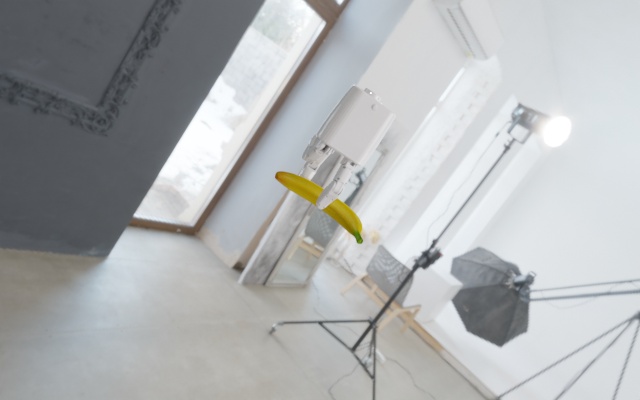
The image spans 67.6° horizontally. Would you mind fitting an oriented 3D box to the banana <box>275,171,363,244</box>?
[{"bbox_3d":[0.006,0.003,0.872,0.198,0.037,0.069,36,11,5],"label":"banana"}]
